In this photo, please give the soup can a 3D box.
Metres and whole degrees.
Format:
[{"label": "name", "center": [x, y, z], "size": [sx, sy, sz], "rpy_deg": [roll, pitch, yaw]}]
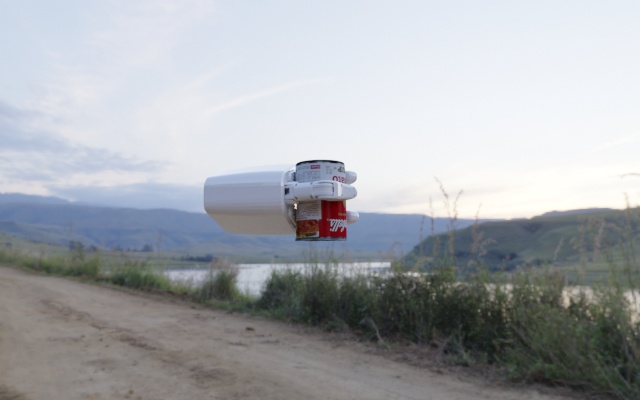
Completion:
[{"label": "soup can", "center": [0.001, 0.002, 0.627], "size": [0.068, 0.102, 0.068], "rpy_deg": [-1, -6, 0]}]
